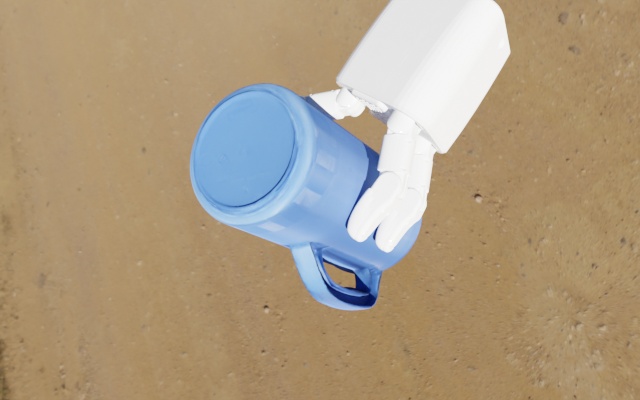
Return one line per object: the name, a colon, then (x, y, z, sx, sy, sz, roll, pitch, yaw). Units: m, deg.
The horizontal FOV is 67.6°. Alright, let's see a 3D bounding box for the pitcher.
pitcher: (0.000, 0.001, 0.436, 0.149, 0.145, 0.243, 40, 7, 29)
